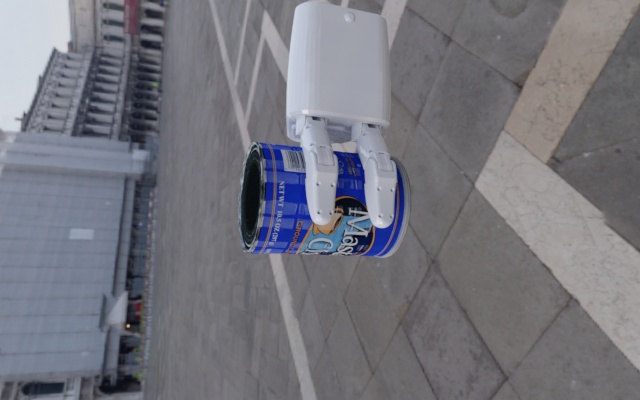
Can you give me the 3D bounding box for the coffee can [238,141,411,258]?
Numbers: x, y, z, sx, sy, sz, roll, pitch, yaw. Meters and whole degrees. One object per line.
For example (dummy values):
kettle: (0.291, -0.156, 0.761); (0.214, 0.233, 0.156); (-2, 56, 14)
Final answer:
coffee can: (0.000, 0.002, 0.458); (0.140, 0.103, 0.103); (4, -1, -20)
